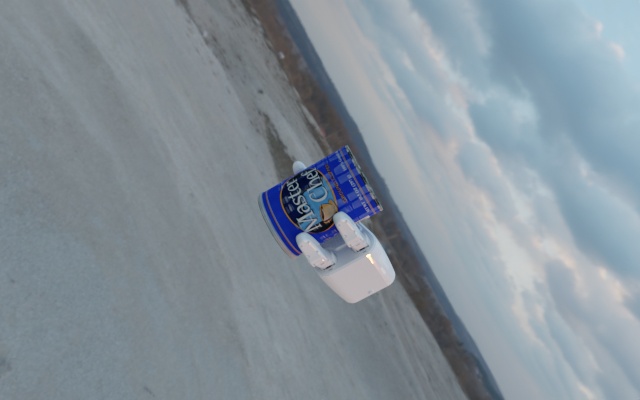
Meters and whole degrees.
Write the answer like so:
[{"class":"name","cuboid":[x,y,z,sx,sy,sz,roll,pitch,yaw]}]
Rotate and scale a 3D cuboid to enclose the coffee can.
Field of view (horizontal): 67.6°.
[{"class":"coffee can","cuboid":[0.000,0.002,0.656,0.140,0.103,0.103,-29,-4,7]}]
